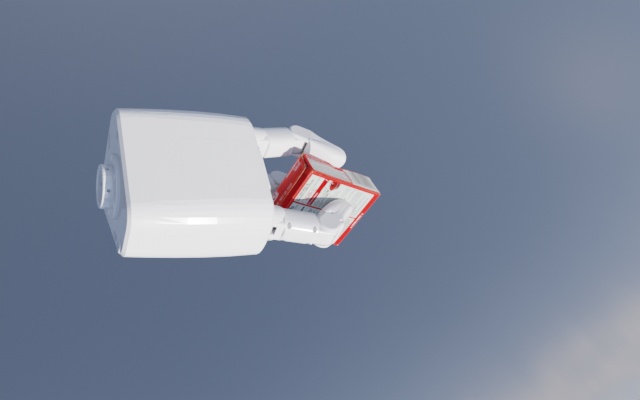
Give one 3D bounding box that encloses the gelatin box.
[{"bbox_3d":[0.000,0.002,0.450,0.089,0.073,0.030,16,32,-38],"label":"gelatin box"}]
